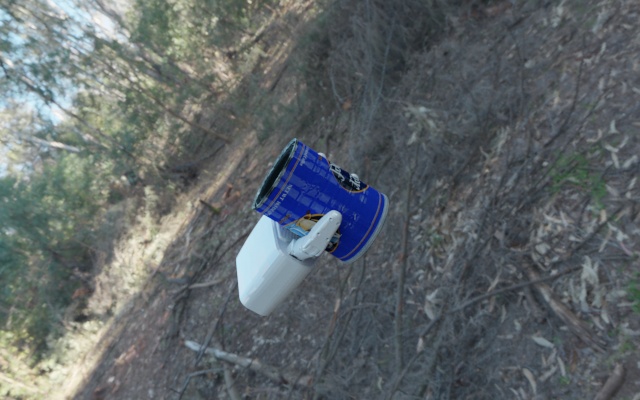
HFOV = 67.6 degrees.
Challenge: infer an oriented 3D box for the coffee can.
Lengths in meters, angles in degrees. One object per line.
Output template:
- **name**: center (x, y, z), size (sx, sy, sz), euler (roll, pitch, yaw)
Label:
- **coffee can**: center (0.000, 0.002, 0.603), size (0.140, 0.103, 0.103), euler (31, -8, -14)
